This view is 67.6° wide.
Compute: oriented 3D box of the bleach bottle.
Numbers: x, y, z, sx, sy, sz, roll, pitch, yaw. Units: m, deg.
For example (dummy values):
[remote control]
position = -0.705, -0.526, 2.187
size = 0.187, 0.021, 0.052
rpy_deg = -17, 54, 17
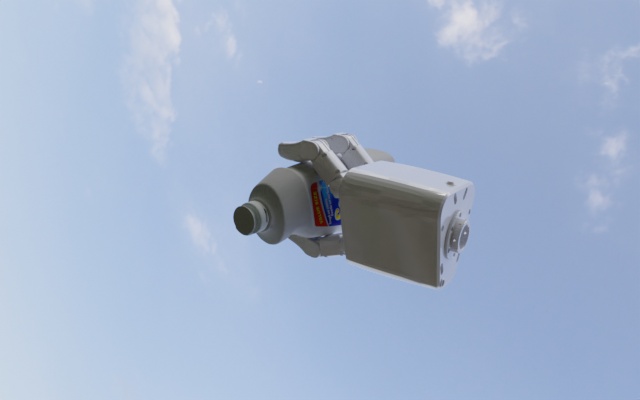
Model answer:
[bleach bottle]
position = 0.000, 0.002, 0.548
size = 0.068, 0.102, 0.251
rpy_deg = 16, 21, 33
